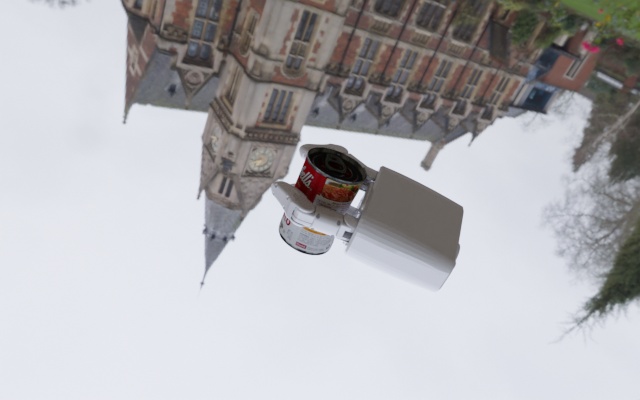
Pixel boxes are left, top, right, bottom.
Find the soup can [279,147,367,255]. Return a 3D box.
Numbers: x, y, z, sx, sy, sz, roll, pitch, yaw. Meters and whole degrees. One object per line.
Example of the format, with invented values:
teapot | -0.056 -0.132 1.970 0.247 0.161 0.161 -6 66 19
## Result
soup can | -0.001 0.002 0.530 0.068 0.102 0.068 18 30 -11
